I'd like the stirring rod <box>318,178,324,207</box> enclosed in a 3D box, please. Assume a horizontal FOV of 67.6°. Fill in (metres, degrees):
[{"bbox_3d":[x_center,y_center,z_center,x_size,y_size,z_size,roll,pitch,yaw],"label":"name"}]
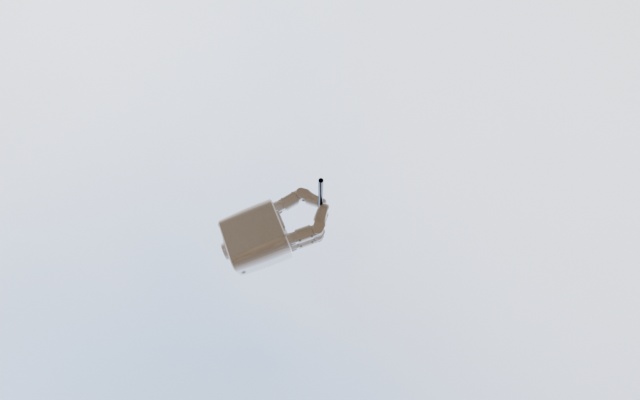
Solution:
[{"bbox_3d":[0.000,0.003,0.843,0.011,0.011,0.239,0,-16,0],"label":"stirring rod"}]
